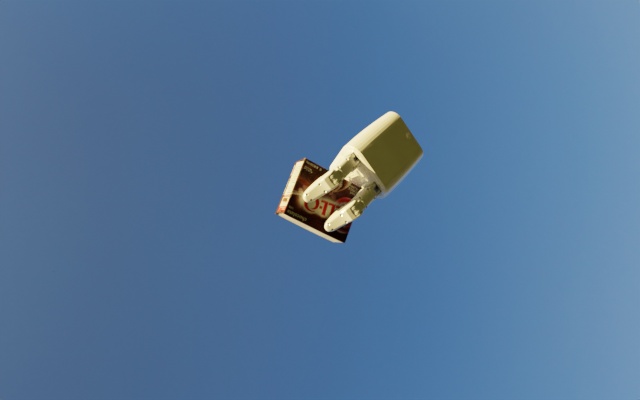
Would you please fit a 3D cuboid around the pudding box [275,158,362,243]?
[{"bbox_3d":[0.000,0.002,0.714,0.113,0.090,0.039,26,-16,-22],"label":"pudding box"}]
